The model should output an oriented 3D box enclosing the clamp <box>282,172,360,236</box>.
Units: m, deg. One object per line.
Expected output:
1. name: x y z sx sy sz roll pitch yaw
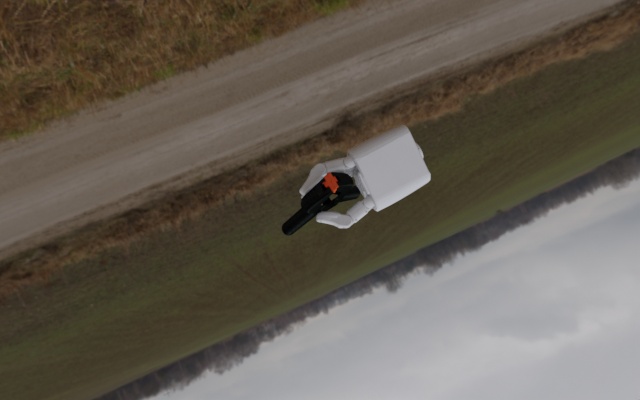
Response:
1. clamp: 0.001 0.003 0.808 0.164 0.036 0.210 -31 -10 -4
